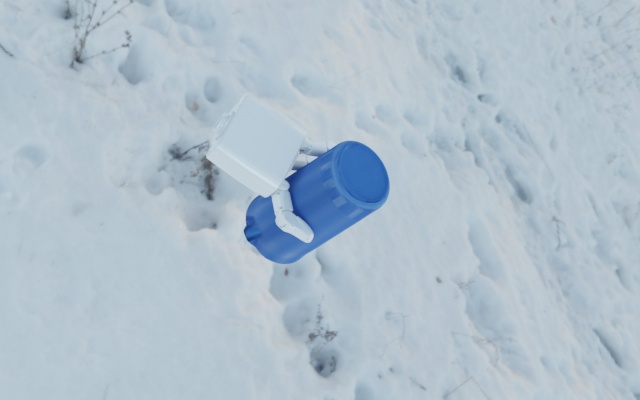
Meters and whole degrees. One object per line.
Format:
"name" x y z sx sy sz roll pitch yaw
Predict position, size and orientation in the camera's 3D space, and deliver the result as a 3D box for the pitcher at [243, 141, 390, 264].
"pitcher" 0.000 0.002 0.758 0.145 0.149 0.243 34 -38 -20
